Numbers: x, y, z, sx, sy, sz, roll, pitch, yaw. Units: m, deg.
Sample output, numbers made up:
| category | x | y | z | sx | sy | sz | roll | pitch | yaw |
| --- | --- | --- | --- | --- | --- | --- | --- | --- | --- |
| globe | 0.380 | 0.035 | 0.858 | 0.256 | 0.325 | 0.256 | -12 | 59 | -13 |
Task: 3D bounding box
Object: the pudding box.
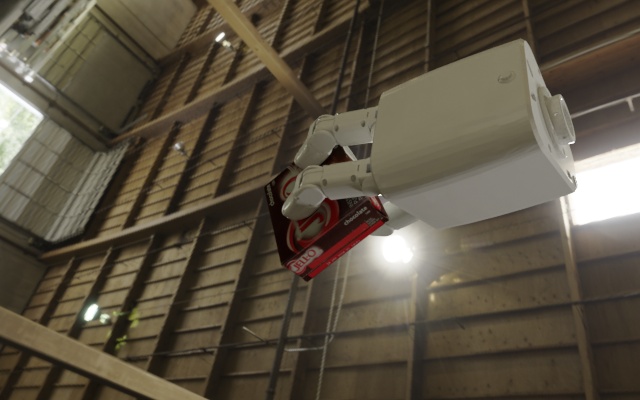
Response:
| category | x | y | z | sx | sy | sz | roll | pitch | yaw |
| --- | --- | --- | --- | --- | --- | --- | --- | --- | --- |
| pudding box | 0.000 | 0.001 | 0.417 | 0.039 | 0.090 | 0.113 | 42 | 17 | -34 |
